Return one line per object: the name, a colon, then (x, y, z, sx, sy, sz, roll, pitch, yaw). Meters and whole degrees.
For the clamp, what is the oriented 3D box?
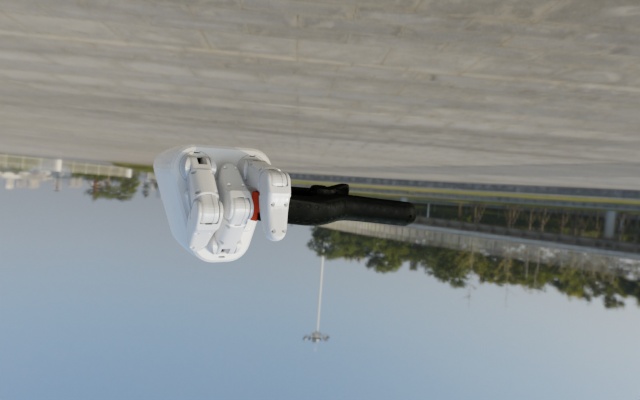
clamp: (0.000, 0.002, 0.495, 0.171, 0.039, 0.120, 4, 5, -30)
